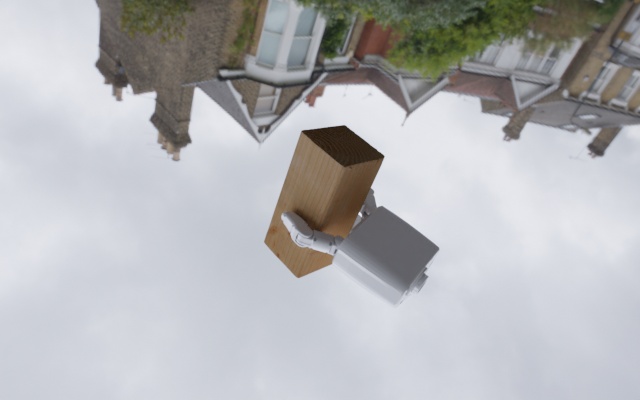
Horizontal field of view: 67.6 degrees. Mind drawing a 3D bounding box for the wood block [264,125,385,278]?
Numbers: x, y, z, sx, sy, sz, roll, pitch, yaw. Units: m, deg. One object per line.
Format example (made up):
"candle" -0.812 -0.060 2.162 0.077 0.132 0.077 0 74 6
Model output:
"wood block" 0.000 0.003 0.704 0.091 0.206 0.090 -16 48 -43
